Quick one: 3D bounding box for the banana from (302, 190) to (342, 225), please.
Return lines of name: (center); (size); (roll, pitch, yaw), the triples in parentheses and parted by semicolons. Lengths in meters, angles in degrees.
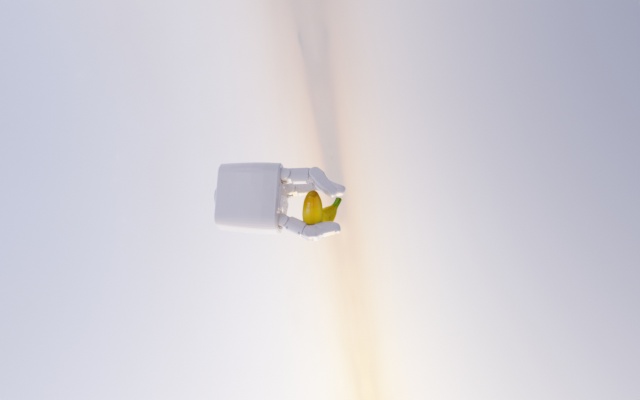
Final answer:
banana: (-0.003, 0.021, 0.814); (0.037, 0.069, 0.198); (13, 1, 12)
